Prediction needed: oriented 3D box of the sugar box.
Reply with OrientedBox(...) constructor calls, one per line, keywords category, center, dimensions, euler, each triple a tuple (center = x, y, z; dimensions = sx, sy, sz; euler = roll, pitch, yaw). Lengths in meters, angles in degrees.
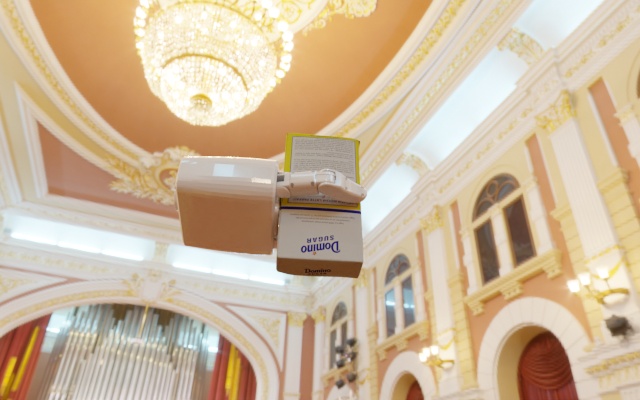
OrientedBox(category="sugar box", center=(0.000, 0.002, 0.556), dimensions=(0.093, 0.176, 0.048), euler=(4, -33, -3))
